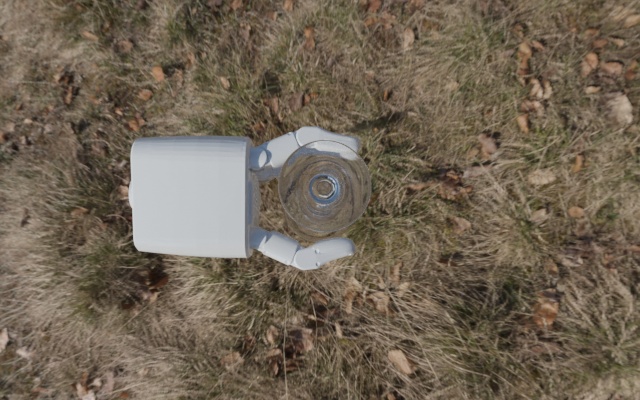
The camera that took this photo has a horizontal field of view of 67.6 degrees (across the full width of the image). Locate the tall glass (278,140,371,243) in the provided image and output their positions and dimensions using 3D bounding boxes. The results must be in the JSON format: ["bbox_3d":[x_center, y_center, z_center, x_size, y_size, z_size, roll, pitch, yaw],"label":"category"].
[{"bbox_3d":[0.000,0.002,0.475,0.079,0.079,0.201,0,-8,-2],"label":"tall glass"}]
